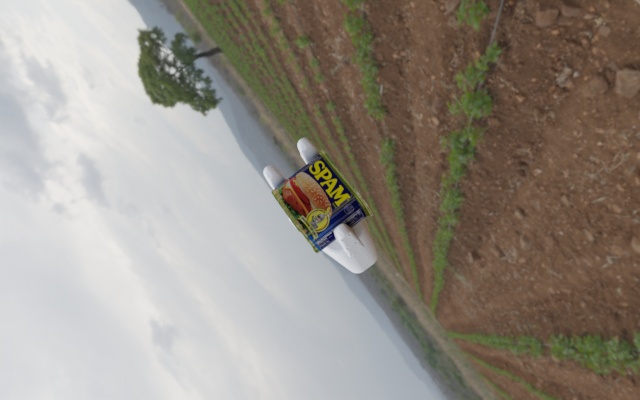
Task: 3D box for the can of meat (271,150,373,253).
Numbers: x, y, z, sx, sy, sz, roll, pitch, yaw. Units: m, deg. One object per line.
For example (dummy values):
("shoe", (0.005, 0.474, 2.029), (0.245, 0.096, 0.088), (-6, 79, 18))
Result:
("can of meat", (0.000, 0.002, 0.589), (0.084, 0.102, 0.057), (-37, -29, 0))
